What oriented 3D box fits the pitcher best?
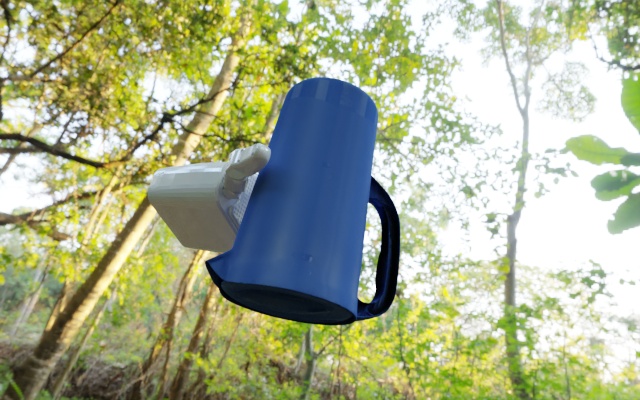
[{"bbox_3d":[0.000,0.002,0.495,0.145,0.242,0.149,-2,-28,29],"label":"pitcher"}]
